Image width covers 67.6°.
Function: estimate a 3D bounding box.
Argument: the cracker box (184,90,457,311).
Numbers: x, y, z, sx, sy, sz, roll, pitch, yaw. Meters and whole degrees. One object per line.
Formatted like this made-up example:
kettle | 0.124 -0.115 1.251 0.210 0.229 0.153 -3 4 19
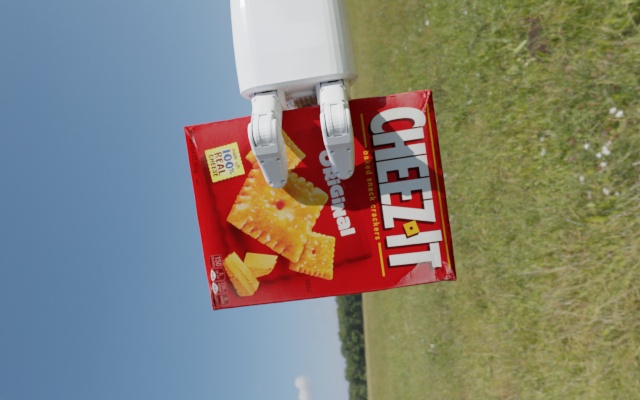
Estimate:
cracker box | 0.000 0.001 0.427 0.214 0.164 0.072 -8 1 5
